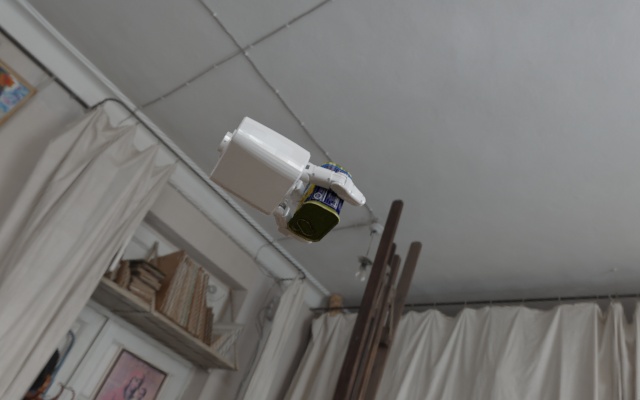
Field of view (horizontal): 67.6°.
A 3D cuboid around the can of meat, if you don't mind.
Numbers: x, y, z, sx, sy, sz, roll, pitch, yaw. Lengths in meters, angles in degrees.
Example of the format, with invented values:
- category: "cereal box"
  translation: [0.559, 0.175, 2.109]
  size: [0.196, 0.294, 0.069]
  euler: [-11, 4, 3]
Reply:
- category: "can of meat"
  translation: [0.000, 0.002, 0.721]
  size: [0.057, 0.084, 0.102]
  euler: [28, -35, -9]
